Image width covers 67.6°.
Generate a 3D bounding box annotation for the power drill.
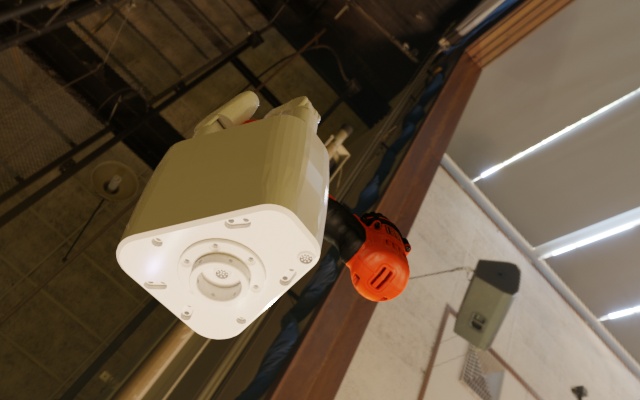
[{"bbox_3d":[0.000,0.001,0.444,0.187,0.057,0.184,37,8,-3],"label":"power drill"}]
